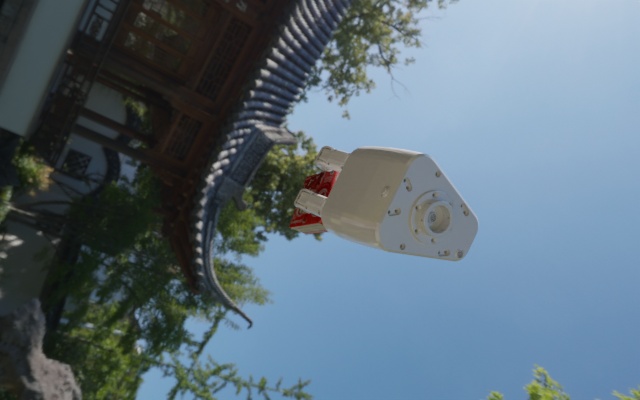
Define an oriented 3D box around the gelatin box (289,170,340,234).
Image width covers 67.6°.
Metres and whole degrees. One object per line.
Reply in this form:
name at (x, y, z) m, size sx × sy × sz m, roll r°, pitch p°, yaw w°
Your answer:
gelatin box at (0.000, 0.002, 0.594) m, size 0.030 × 0.073 × 0.089 m, roll 25°, pitch -17°, yaw -23°
